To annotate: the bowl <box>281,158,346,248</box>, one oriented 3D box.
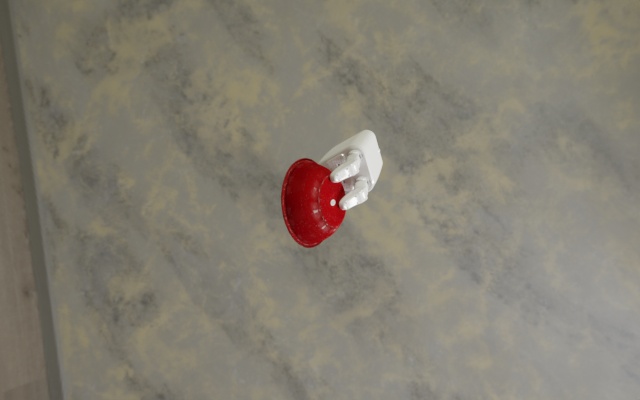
[{"bbox_3d":[0.000,0.004,0.843,0.055,0.162,0.162,-4,-2,33],"label":"bowl"}]
